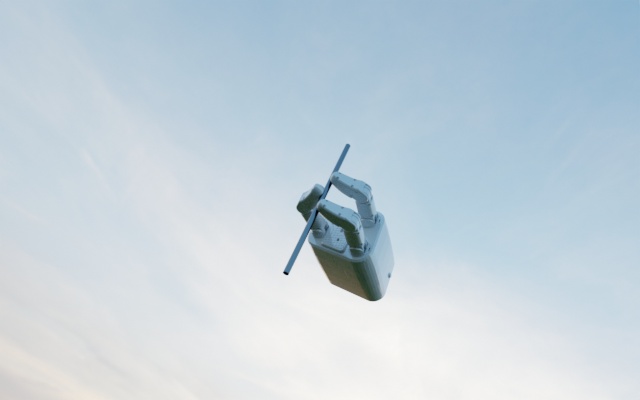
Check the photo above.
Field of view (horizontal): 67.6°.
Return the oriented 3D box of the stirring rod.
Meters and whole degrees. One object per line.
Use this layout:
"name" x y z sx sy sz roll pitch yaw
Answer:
"stirring rod" 0.000 0.002 0.639 0.011 0.239 0.011 15 -40 13
